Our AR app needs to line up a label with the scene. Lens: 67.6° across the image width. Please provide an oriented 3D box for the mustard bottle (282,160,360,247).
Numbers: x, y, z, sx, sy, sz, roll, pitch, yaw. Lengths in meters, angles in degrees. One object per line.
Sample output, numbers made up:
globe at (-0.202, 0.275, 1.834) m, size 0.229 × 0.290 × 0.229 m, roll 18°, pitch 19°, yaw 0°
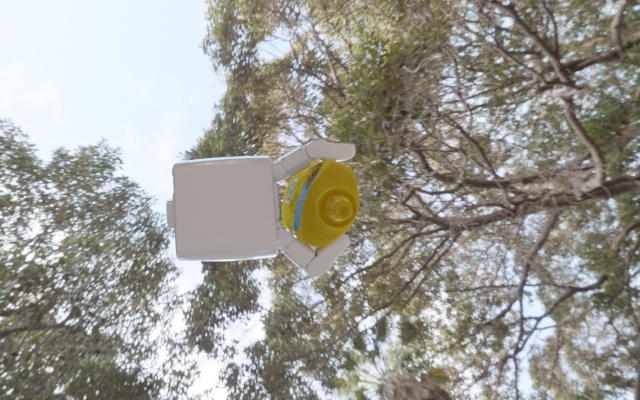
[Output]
mustard bottle at (0.000, 0.002, 0.536) m, size 0.058 × 0.096 × 0.191 m, roll 22°, pitch -1°, yaw -13°
